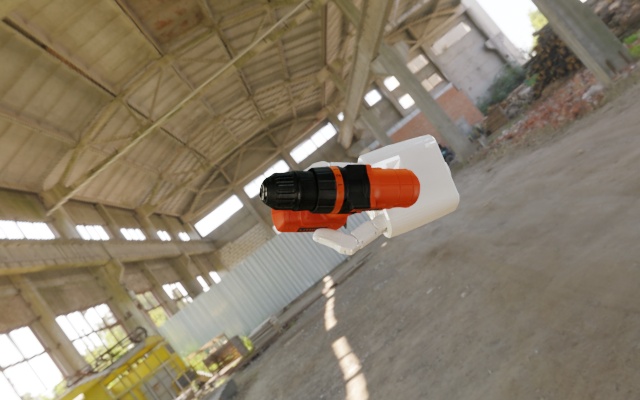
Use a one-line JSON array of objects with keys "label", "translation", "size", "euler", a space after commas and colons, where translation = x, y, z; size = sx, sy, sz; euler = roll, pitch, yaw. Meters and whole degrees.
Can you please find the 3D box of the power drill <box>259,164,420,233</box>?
[{"label": "power drill", "translation": [0.000, 0.002, 0.581], "size": [0.184, 0.057, 0.188], "euler": [0, -9, -21]}]
